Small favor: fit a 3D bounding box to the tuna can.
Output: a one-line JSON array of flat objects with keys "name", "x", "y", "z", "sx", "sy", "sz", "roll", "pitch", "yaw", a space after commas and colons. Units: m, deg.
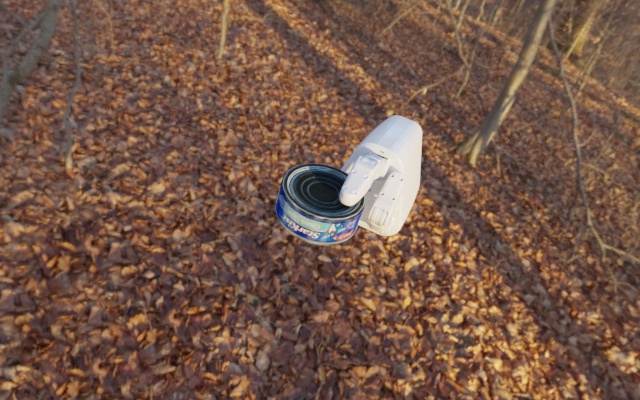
[{"name": "tuna can", "x": 0.000, "y": 0.001, "z": 0.469, "sx": 0.086, "sy": 0.034, "sz": 0.086, "roll": 10, "pitch": 40, "yaw": -9}]
